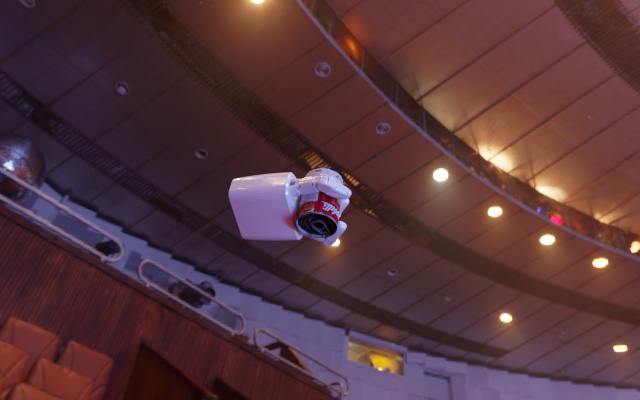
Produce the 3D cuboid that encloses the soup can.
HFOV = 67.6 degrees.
[{"bbox_3d":[0.001,0.002,0.799,0.068,0.102,0.069,6,-39,5],"label":"soup can"}]
